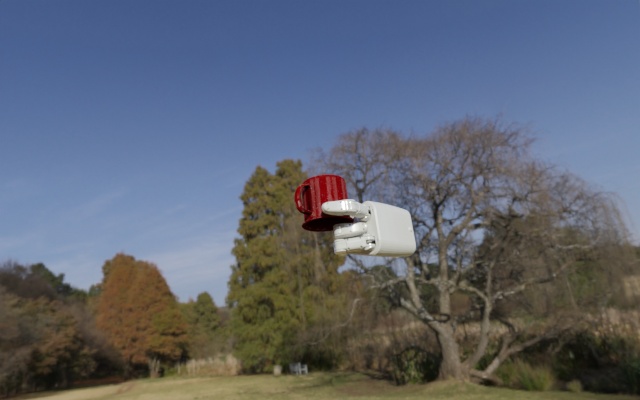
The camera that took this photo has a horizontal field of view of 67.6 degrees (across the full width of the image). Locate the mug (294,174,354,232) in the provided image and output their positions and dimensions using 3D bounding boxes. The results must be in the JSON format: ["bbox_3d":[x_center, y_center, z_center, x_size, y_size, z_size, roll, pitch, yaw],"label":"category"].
[{"bbox_3d":[-0.001,0.002,0.850,0.117,0.081,0.093,11,-25,-40],"label":"mug"}]
